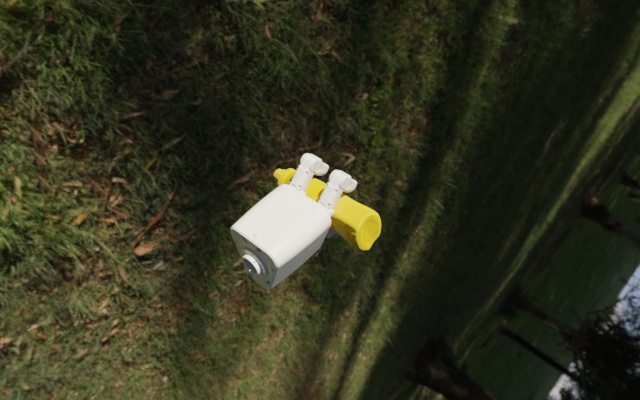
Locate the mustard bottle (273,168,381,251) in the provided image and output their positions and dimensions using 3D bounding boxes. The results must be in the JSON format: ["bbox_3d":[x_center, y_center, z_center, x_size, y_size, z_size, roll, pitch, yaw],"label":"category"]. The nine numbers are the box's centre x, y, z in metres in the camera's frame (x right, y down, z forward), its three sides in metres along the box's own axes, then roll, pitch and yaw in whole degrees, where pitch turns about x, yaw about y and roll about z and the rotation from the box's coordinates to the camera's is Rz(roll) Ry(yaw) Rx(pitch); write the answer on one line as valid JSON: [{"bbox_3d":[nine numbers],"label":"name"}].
[{"bbox_3d":[0.001,0.002,0.735,0.191,0.058,0.096,32,-10,27],"label":"mustard bottle"}]
